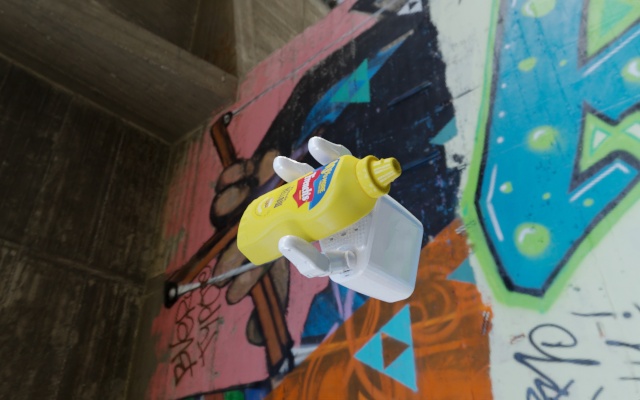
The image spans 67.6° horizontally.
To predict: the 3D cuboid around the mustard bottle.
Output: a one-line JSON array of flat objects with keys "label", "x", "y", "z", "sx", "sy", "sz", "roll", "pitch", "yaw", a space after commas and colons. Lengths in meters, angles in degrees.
[{"label": "mustard bottle", "x": 0.000, "y": 0.002, "z": 0.502, "sx": 0.192, "sy": 0.058, "sz": 0.096, "roll": -24, "pitch": 26, "yaw": 34}]
